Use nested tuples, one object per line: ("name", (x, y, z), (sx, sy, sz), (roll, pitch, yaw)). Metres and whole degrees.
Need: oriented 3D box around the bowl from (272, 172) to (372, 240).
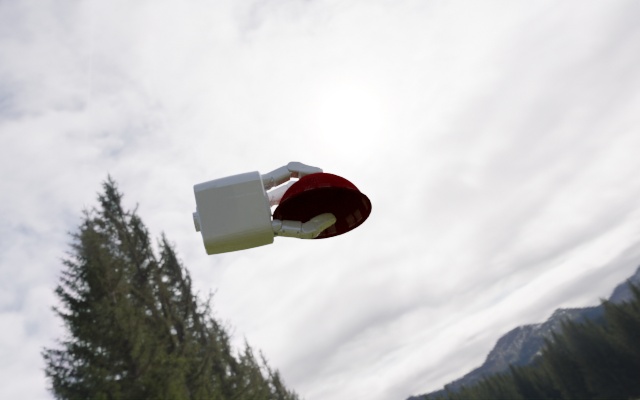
("bowl", (0.001, 0.002, 0.774), (0.162, 0.055, 0.162), (-6, -32, -4))
